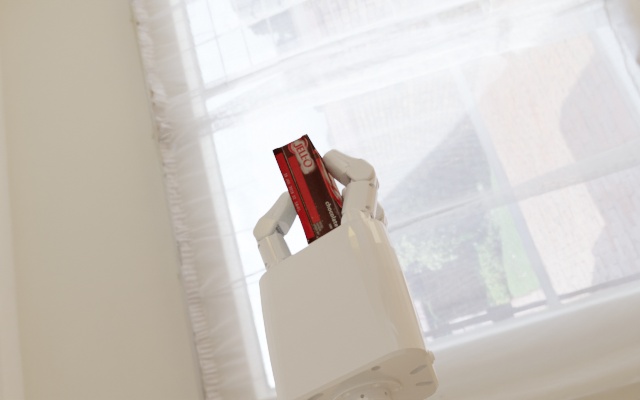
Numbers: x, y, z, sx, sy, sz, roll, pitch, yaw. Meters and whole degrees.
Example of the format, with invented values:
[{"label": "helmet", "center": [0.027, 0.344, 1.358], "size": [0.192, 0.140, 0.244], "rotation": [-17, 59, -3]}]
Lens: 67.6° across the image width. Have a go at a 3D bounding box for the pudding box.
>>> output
[{"label": "pudding box", "center": [0.000, 0.002, 0.435], "size": [0.039, 0.090, 0.113], "rotation": [-22, -15, 4]}]
